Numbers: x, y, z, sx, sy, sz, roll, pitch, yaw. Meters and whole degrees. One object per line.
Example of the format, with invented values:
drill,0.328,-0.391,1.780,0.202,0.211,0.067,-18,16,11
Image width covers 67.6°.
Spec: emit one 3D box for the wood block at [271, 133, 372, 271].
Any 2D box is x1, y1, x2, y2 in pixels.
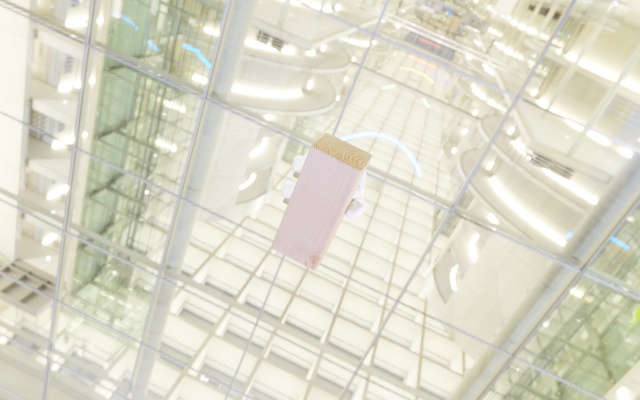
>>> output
wood block,0.000,0.003,0.818,0.091,0.206,0.090,26,28,6
